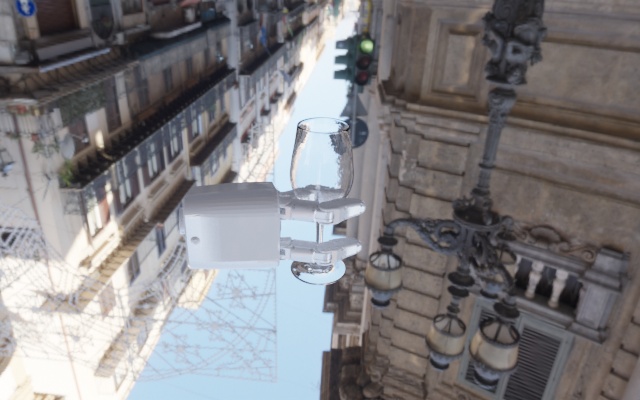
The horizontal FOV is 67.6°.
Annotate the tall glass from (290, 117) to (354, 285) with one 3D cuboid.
[{"bbox_3d":[0.000,0.003,0.595,0.079,0.201,0.079,2,26,-1],"label":"tall glass"}]
